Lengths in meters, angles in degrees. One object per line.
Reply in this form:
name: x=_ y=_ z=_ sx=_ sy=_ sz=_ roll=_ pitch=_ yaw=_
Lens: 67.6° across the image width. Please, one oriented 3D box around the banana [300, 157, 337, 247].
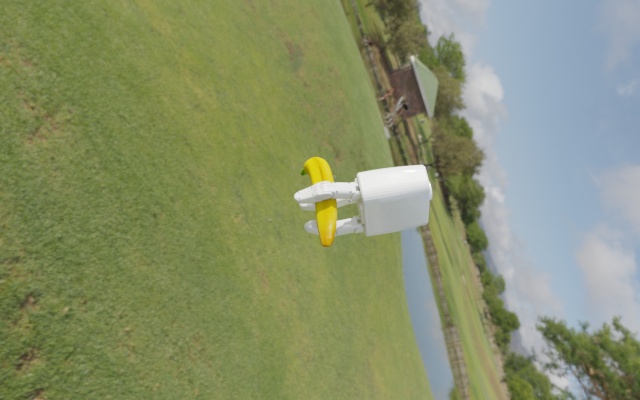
banana: x=0.002 y=-0.014 z=0.777 sx=0.037 sy=0.070 sz=0.197 roll=-1 pitch=40 yaw=-12
